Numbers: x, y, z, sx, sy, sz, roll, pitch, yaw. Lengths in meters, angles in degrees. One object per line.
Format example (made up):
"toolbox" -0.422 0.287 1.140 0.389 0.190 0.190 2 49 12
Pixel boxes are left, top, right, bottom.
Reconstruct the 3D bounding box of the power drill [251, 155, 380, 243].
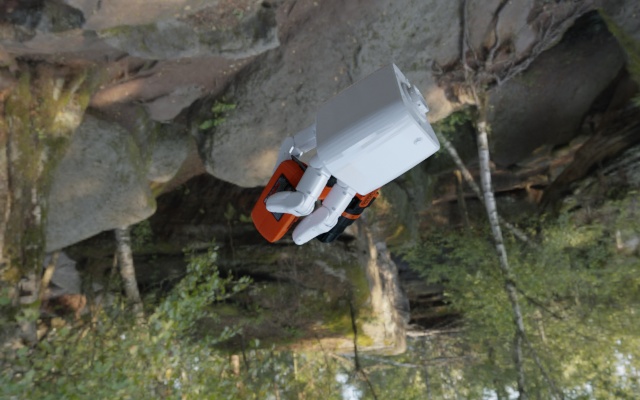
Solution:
"power drill" 0.000 0.002 0.642 0.187 0.184 0.057 -11 52 -49
